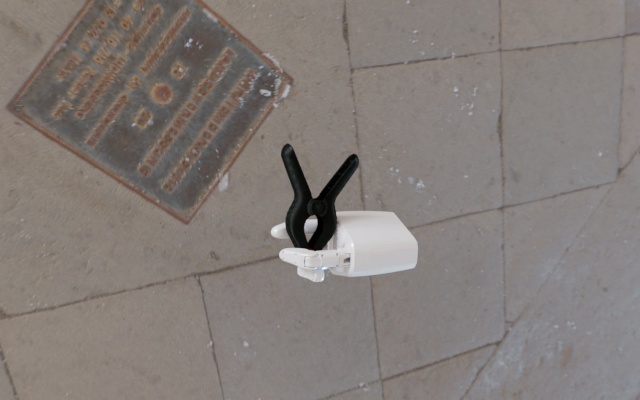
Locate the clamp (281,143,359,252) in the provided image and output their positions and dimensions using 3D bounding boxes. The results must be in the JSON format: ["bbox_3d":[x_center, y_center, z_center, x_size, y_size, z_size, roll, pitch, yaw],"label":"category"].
[{"bbox_3d":[0.000,0.003,0.697,0.120,0.171,0.039,-2,12,-18],"label":"clamp"}]
